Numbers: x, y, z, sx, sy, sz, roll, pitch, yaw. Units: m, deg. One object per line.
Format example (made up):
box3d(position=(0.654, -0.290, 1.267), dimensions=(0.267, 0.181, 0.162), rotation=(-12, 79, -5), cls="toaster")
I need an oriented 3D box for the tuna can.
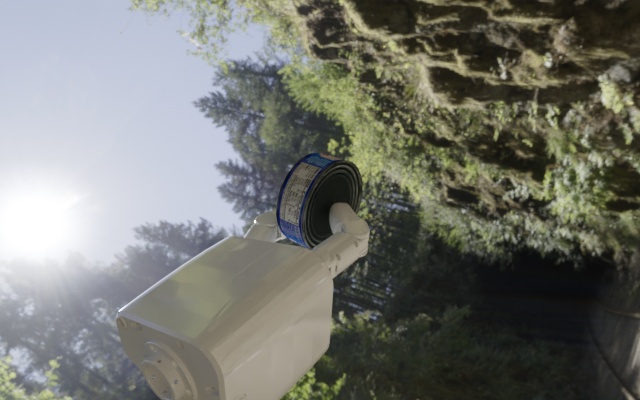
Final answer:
box3d(position=(0.000, 0.001, 0.428), dimensions=(0.033, 0.086, 0.086), rotation=(21, 12, 33), cls="tuna can")
